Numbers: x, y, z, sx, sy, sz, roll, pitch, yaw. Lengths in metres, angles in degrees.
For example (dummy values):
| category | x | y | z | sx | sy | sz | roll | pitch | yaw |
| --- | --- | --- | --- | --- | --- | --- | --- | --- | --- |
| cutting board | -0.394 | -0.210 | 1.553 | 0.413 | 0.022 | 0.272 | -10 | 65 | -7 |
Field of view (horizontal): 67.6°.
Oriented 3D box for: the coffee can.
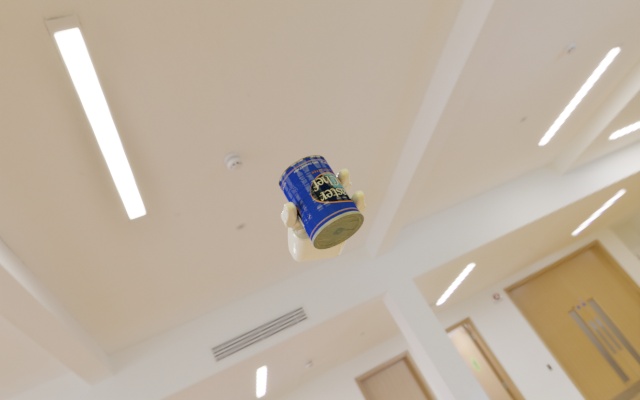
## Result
| category | x | y | z | sx | sy | sz | roll | pitch | yaw |
| --- | --- | --- | --- | --- | --- | --- | --- | --- | --- |
| coffee can | 0.000 | 0.003 | 0.868 | 0.103 | 0.140 | 0.103 | -25 | -27 | -14 |
